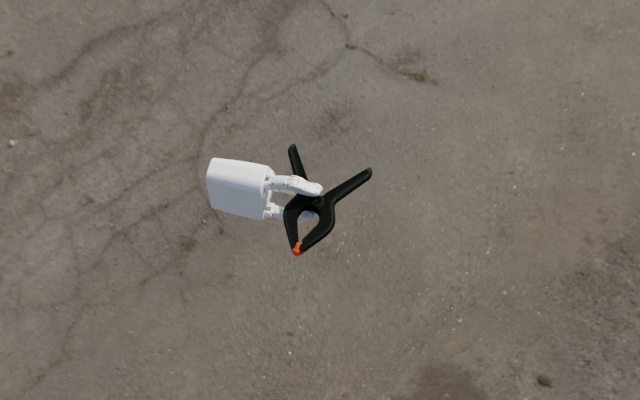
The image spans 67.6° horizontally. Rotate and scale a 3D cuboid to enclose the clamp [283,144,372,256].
[{"bbox_3d":[0.000,0.003,0.865,0.164,0.210,0.036,11,-22,4],"label":"clamp"}]
